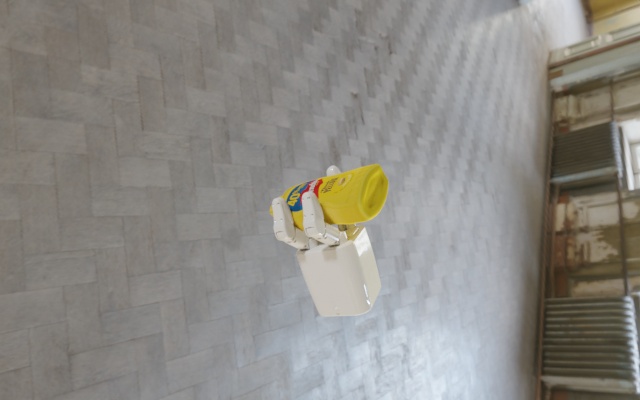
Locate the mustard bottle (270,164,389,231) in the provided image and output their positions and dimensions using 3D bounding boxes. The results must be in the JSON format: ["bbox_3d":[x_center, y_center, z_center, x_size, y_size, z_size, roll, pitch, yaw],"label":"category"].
[{"bbox_3d":[0.000,0.002,0.700,0.191,0.058,0.096,-12,33,37],"label":"mustard bottle"}]
